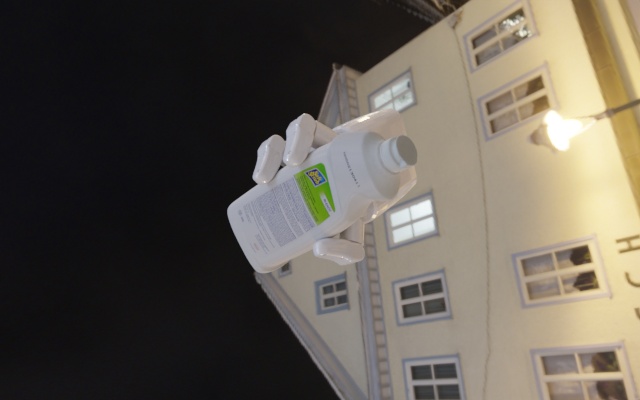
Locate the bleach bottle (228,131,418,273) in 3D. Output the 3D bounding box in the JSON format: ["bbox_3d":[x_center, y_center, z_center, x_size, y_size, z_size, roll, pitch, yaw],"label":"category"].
[{"bbox_3d":[0.000,0.002,0.504,0.251,0.102,0.068,-26,3,45],"label":"bleach bottle"}]
